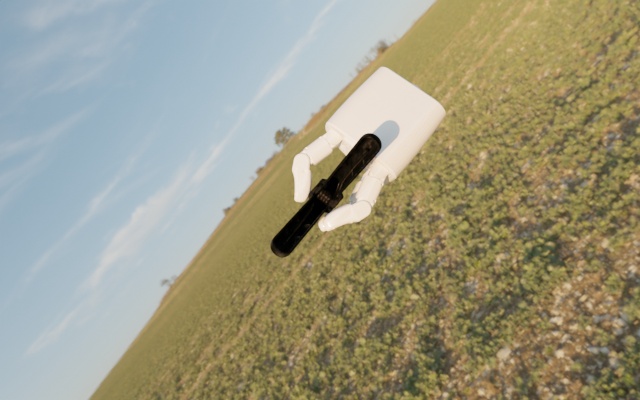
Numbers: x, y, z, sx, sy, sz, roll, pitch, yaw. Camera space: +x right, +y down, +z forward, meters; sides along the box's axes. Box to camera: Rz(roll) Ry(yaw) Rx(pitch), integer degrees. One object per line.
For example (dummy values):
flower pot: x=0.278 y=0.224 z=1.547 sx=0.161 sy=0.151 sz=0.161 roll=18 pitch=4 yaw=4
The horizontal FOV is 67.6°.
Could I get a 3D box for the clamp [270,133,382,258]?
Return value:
clamp: x=0.000 y=0.001 z=0.589 sx=0.036 sy=0.164 sz=0.210 roll=42 pitch=-6 yaw=1
